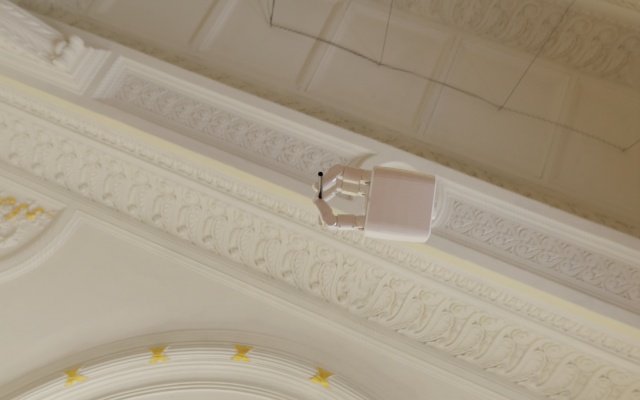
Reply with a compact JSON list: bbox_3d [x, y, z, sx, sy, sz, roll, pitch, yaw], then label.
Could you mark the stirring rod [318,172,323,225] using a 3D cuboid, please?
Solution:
[{"bbox_3d":[0.000,0.003,0.819,0.011,0.011,0.240,0,-20,0],"label":"stirring rod"}]
